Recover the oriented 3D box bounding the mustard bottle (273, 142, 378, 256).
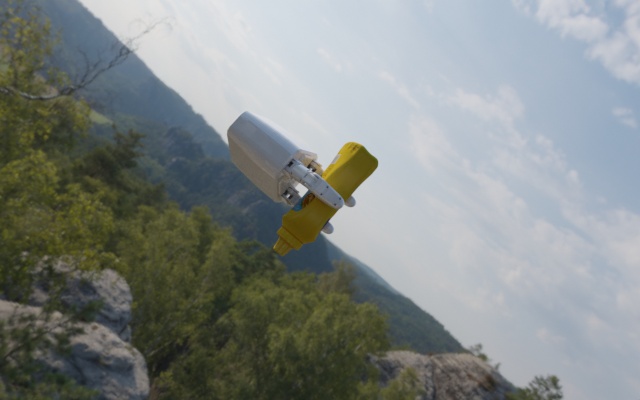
[{"bbox_3d":[0.001,0.002,0.694,0.058,0.191,0.096,42,-6,-11],"label":"mustard bottle"}]
